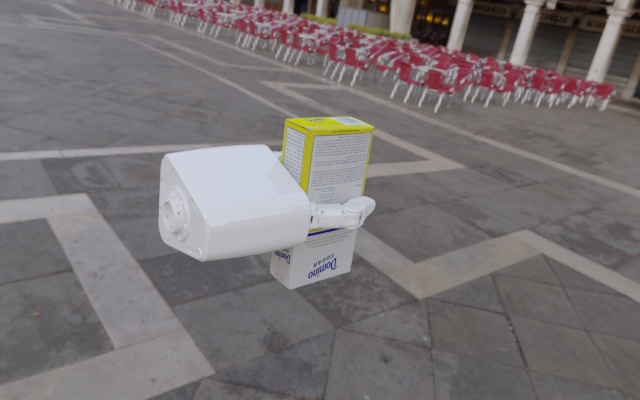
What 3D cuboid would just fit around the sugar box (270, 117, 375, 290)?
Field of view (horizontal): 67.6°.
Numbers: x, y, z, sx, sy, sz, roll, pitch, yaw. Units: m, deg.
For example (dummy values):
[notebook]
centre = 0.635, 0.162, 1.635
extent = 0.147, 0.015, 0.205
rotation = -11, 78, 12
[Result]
[sugar box]
centre = 0.000, 0.001, 0.513
extent = 0.093, 0.176, 0.048
rotation = -9, 29, -39
